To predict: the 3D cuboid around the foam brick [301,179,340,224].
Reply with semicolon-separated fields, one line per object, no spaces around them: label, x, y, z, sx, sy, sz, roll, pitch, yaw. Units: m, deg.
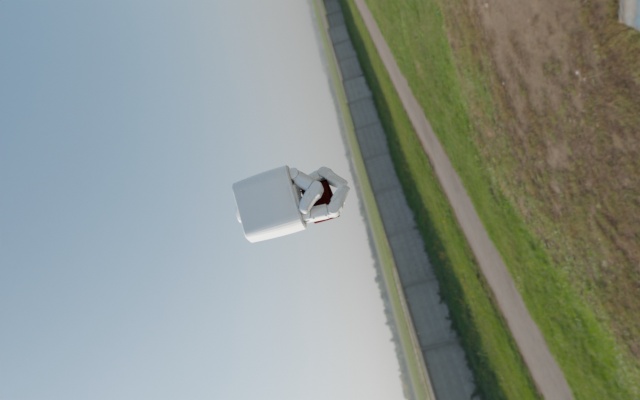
foam brick;0.000;0.003;0.893;0.051;0.053;0.078;-18;-22;4
